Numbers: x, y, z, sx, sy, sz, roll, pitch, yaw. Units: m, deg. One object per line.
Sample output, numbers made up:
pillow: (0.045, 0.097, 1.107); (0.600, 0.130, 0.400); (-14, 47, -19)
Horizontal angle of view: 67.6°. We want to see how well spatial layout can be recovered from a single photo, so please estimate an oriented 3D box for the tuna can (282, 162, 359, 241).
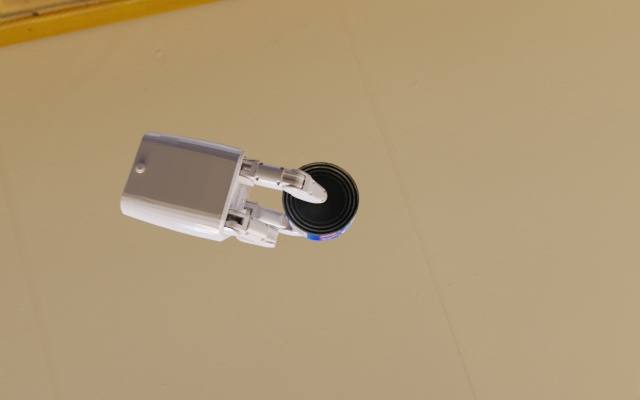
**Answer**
tuna can: (0.000, 0.002, 0.543); (0.086, 0.086, 0.034); (0, -18, 0)
